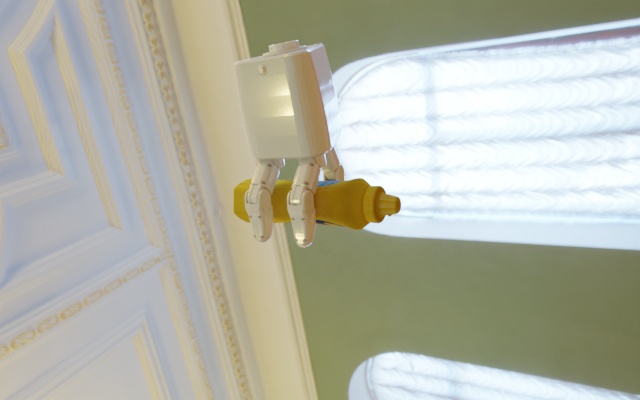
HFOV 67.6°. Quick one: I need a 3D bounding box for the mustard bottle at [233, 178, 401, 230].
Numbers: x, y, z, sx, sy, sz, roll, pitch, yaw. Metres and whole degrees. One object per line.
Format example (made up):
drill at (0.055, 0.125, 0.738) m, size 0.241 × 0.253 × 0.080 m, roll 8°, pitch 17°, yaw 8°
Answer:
mustard bottle at (0.000, 0.002, 0.553) m, size 0.191 × 0.058 × 0.096 m, roll 1°, pitch -1°, yaw 30°
